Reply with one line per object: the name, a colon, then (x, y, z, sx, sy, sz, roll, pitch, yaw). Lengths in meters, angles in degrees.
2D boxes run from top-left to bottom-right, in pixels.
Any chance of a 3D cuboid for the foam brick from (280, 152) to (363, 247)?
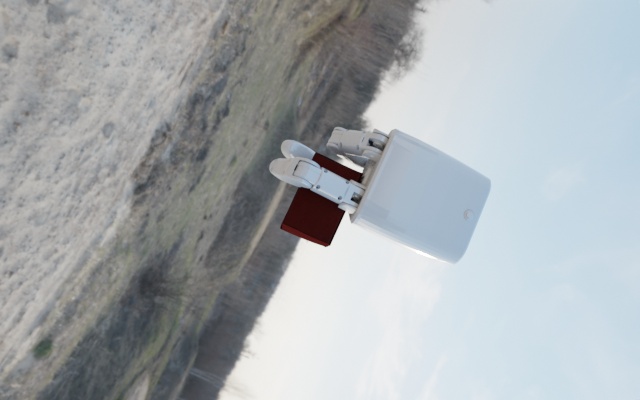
foam brick: (0.000, 0.002, 0.469, 0.051, 0.078, 0.053, 25, -9, -2)
